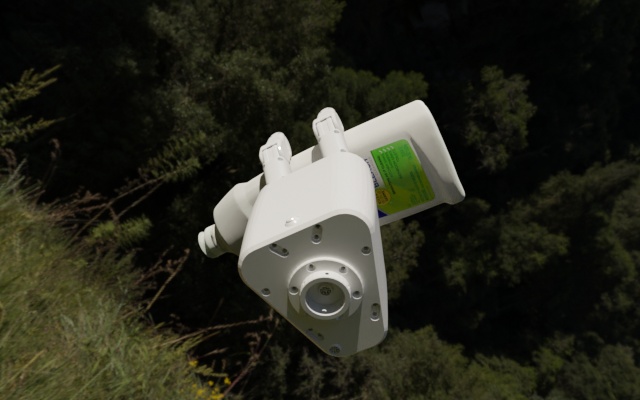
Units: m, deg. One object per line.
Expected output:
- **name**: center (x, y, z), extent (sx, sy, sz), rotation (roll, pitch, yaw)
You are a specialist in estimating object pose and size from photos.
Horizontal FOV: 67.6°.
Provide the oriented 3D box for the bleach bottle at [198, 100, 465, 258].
- **bleach bottle**: center (0.000, 0.001, 0.461), extent (0.251, 0.102, 0.068), rotation (-24, 20, 12)
